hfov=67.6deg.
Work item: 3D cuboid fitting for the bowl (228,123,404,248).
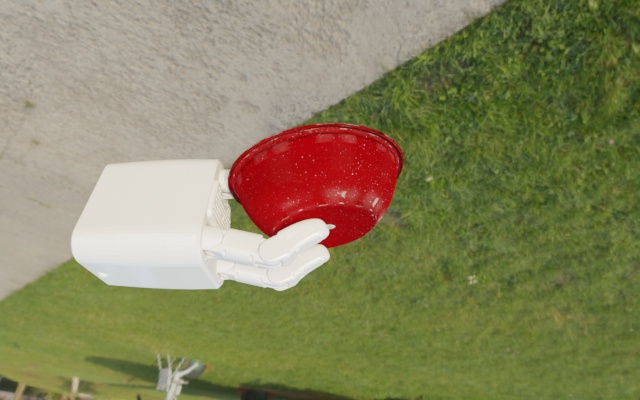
[{"bbox_3d":[0.001,0.001,0.426,0.162,0.055,0.162,-7,-28,-4],"label":"bowl"}]
